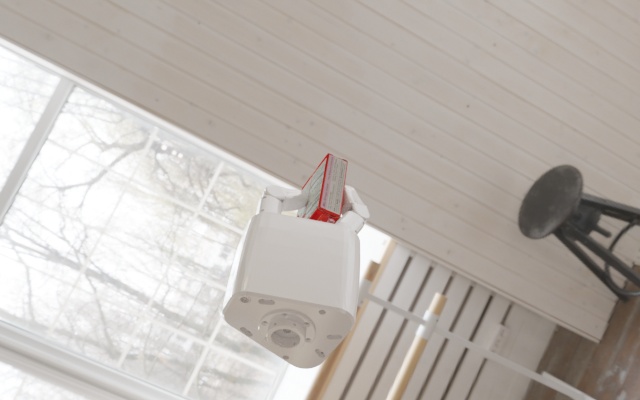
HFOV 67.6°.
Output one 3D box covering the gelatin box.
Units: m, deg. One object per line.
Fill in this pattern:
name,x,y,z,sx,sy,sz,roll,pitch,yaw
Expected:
gelatin box,0.000,0.001,0.550,0.030,0.089,0.073,22,-42,-15
